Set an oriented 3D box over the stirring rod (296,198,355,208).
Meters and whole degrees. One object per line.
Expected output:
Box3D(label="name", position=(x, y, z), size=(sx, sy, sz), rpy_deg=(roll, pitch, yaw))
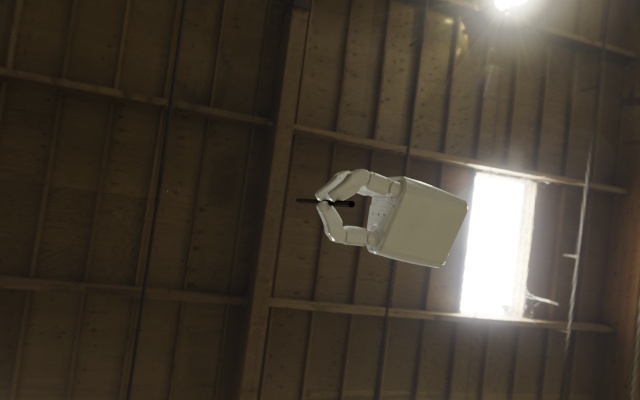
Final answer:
Box3D(label="stirring rod", position=(0.000, 0.002, 0.676), size=(0.011, 0.011, 0.239), rpy_deg=(0, 1, -18))
